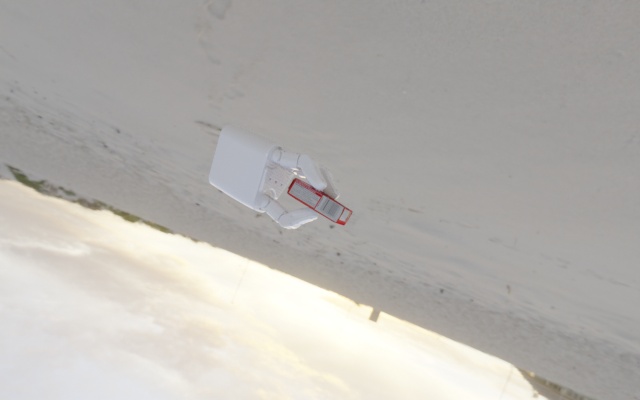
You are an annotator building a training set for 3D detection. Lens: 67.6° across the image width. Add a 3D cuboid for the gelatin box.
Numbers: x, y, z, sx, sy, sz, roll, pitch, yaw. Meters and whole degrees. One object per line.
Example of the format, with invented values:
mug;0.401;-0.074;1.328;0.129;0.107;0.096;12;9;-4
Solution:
gelatin box;0.000;0.003;0.717;0.089;0.030;0.073;31;1;14
